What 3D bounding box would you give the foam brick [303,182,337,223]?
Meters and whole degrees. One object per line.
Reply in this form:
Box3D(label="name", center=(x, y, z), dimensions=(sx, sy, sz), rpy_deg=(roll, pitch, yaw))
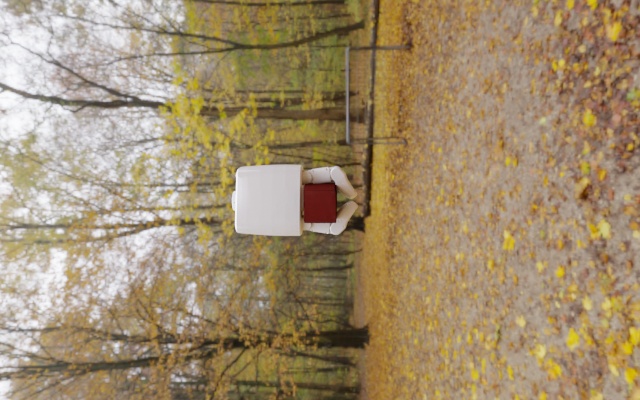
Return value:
Box3D(label="foam brick", center=(0.000, 0.002, 0.755), dimensions=(0.051, 0.053, 0.078), rpy_deg=(1, 10, 1))
